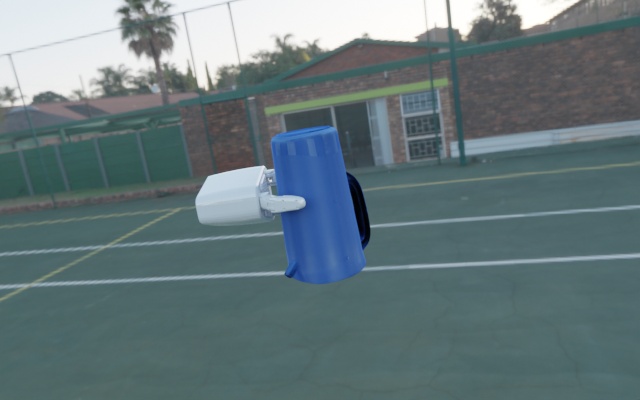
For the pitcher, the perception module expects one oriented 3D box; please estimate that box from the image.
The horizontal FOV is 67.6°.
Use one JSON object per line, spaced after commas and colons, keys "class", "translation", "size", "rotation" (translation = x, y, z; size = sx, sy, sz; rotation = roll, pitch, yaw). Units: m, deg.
{"class": "pitcher", "translation": [0.000, 0.003, 0.793], "size": [0.145, 0.243, 0.149], "rotation": [-8, 13, 8]}
